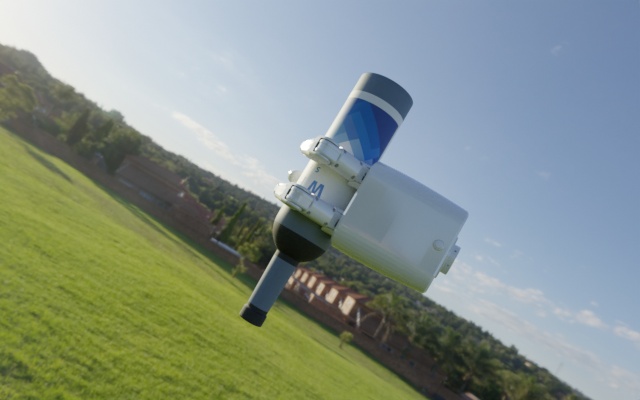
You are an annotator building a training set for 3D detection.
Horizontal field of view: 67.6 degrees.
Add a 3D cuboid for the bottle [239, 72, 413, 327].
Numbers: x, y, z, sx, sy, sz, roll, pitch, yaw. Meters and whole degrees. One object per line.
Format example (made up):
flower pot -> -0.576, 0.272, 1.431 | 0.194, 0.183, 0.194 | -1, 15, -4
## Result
bottle -> 0.000, 0.001, 0.521 | 0.069, 0.295, 0.069 | 30, -6, 4
